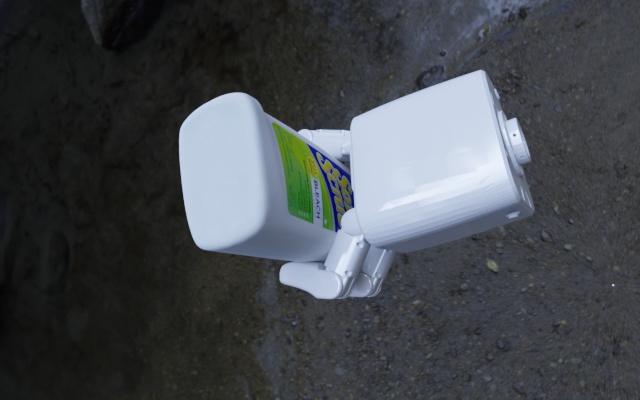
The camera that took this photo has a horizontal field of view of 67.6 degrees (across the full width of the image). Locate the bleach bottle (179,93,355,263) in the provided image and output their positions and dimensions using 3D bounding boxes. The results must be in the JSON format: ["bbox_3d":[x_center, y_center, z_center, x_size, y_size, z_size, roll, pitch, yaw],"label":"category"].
[{"bbox_3d":[0.000,0.001,0.400,0.068,0.102,0.251,-19,-18,27],"label":"bleach bottle"}]
